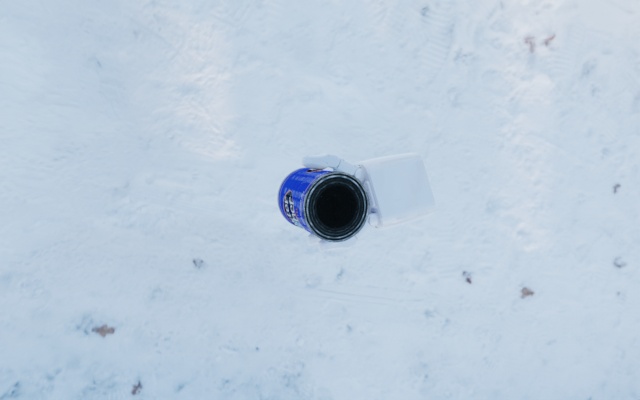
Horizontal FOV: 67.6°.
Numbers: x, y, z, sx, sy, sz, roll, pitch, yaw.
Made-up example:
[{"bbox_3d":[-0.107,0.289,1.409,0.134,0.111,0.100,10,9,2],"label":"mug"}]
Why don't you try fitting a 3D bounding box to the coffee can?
[{"bbox_3d":[0.000,0.002,0.741,0.103,0.103,0.140,0,6,-20],"label":"coffee can"}]
